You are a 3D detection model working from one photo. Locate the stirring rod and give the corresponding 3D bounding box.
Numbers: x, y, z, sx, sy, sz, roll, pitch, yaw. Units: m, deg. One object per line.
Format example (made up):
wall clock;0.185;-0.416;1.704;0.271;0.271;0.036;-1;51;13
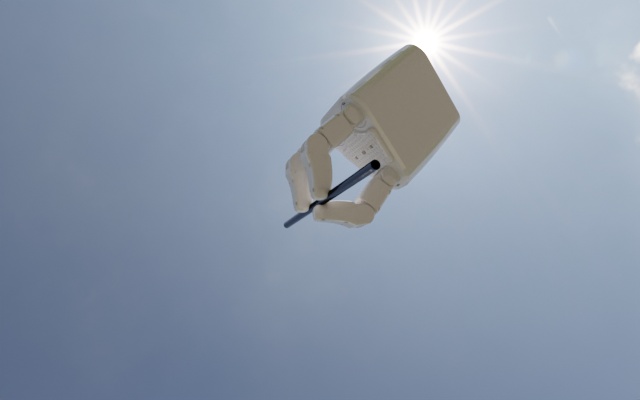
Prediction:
stirring rod;0.000;0.001;0.457;0.011;0.011;0.239;0;-13;-20
